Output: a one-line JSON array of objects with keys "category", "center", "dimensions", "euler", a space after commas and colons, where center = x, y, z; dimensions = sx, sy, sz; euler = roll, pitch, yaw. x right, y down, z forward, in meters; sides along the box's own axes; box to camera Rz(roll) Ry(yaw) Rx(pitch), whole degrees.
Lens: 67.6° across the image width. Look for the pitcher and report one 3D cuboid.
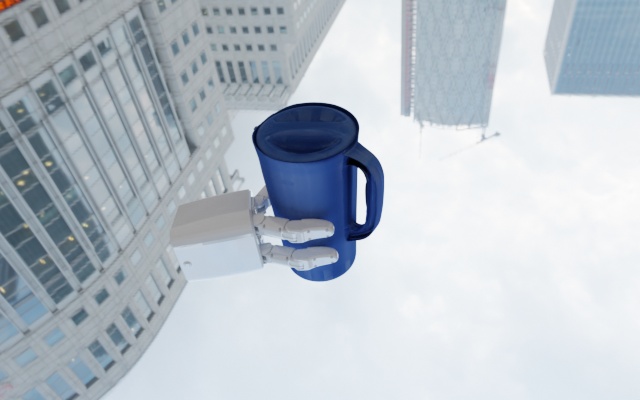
[{"category": "pitcher", "center": [0.000, 0.002, 0.655], "dimensions": [0.145, 0.243, 0.149], "euler": [-12, 42, -5]}]
